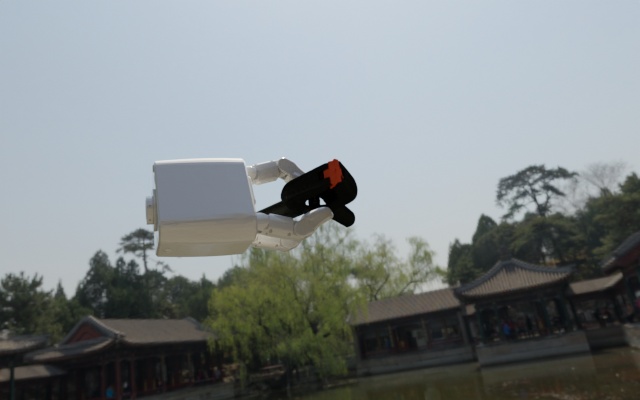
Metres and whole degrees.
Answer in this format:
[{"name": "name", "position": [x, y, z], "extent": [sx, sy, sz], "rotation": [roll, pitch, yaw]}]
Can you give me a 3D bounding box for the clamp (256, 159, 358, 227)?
[{"name": "clamp", "position": [0.000, 0.001, 0.617], "extent": [0.164, 0.036, 0.210], "rotation": [-1, -19, -22]}]
